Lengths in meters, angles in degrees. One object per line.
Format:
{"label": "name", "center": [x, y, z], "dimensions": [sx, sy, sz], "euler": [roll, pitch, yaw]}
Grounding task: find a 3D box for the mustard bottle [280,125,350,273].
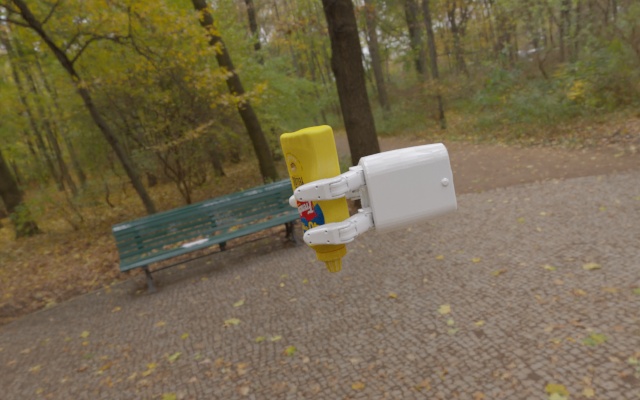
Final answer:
{"label": "mustard bottle", "center": [0.000, 0.002, 0.622], "dimensions": [0.058, 0.192, 0.096], "euler": [-18, 12, -25]}
